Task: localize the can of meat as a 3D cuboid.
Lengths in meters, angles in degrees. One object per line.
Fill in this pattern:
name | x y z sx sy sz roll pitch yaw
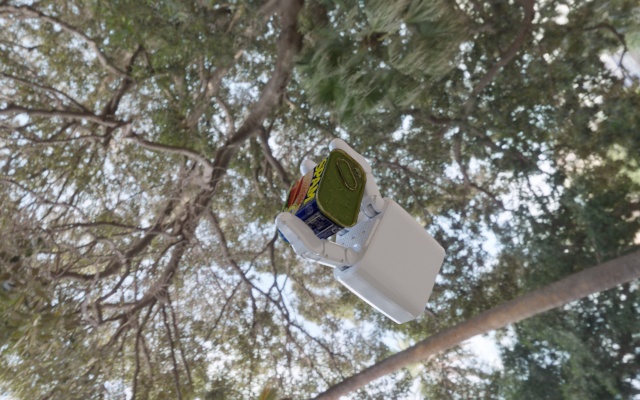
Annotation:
can of meat | 0.000 0.002 0.555 0.057 0.102 0.084 37 -47 -20
